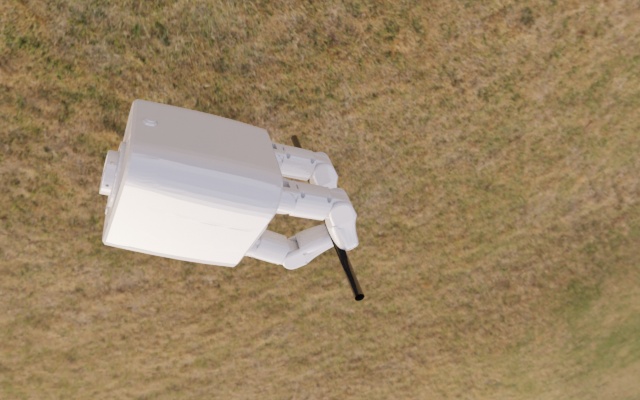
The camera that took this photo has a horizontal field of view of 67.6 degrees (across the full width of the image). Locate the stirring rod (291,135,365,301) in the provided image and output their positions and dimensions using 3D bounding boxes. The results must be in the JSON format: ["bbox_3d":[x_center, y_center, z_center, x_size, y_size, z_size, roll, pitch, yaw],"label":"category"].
[{"bbox_3d":[0.000,0.001,0.458,0.011,0.011,0.239,0,37,-18],"label":"stirring rod"}]
